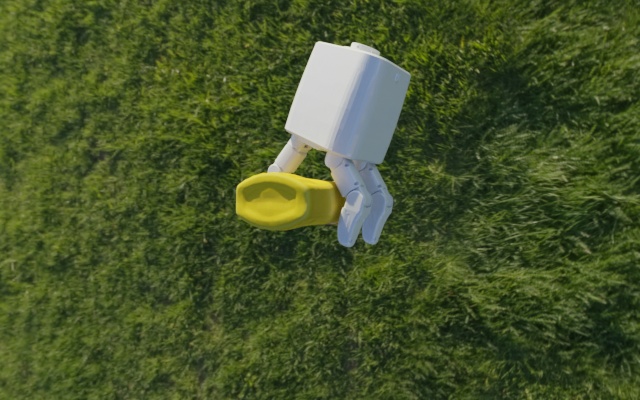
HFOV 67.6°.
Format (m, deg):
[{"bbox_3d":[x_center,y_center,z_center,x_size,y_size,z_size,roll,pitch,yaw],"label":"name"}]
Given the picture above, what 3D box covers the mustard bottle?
[{"bbox_3d":[0.000,0.002,0.546,0.096,0.058,0.191,-1,-1,32],"label":"mustard bottle"}]
